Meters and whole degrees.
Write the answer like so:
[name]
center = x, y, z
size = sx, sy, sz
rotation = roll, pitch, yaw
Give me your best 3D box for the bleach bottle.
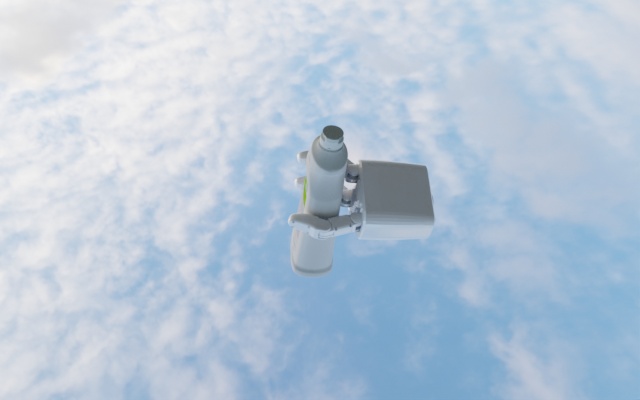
[bleach bottle]
center = 0.000, 0.002, 0.696
size = 0.068, 0.102, 0.251
rotation = 2, -42, -9
